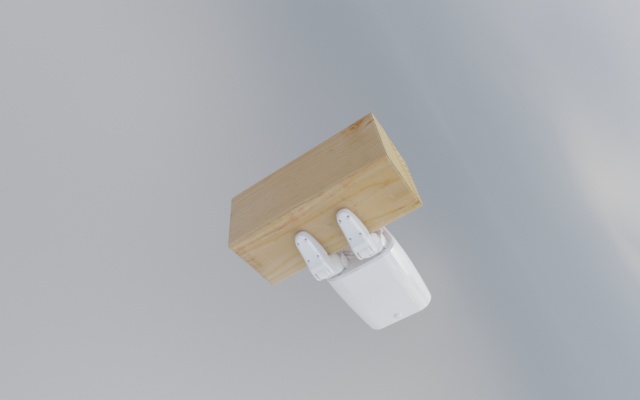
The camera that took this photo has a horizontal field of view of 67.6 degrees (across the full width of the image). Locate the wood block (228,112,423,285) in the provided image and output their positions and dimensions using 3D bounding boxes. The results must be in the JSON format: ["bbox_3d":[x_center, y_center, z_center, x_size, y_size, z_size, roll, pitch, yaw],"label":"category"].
[{"bbox_3d":[0.000,0.002,0.564,0.206,0.090,0.090,-30,-54,17],"label":"wood block"}]
